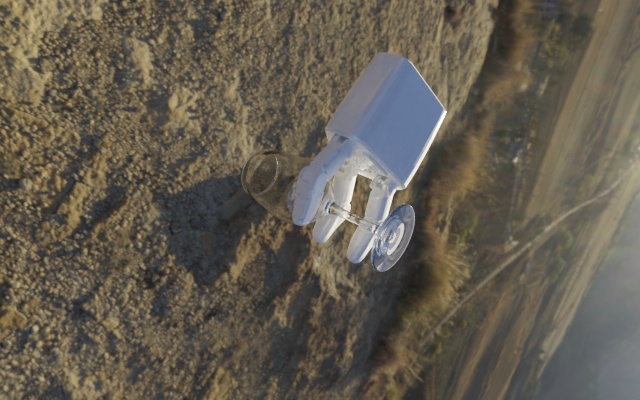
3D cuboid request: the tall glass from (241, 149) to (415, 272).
[{"bbox_3d":[0.000,0.002,0.533,0.201,0.079,0.079,26,15,34],"label":"tall glass"}]
